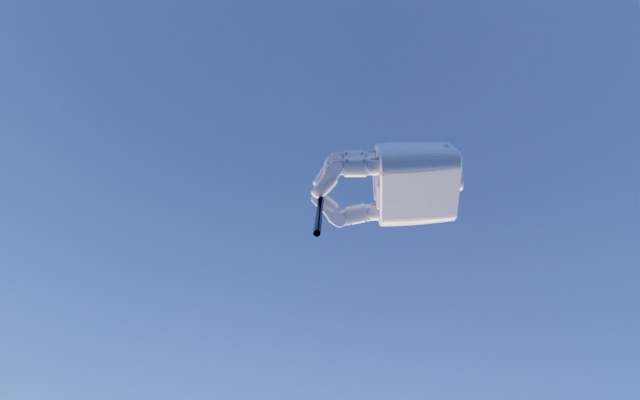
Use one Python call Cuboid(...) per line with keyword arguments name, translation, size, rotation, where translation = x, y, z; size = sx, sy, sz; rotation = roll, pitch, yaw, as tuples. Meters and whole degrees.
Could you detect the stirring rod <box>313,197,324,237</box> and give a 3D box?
Cuboid(name="stirring rod", translation=(0.000, 0.002, 0.622), size=(0.011, 0.011, 0.239), rotation=(0, 16, 2))
